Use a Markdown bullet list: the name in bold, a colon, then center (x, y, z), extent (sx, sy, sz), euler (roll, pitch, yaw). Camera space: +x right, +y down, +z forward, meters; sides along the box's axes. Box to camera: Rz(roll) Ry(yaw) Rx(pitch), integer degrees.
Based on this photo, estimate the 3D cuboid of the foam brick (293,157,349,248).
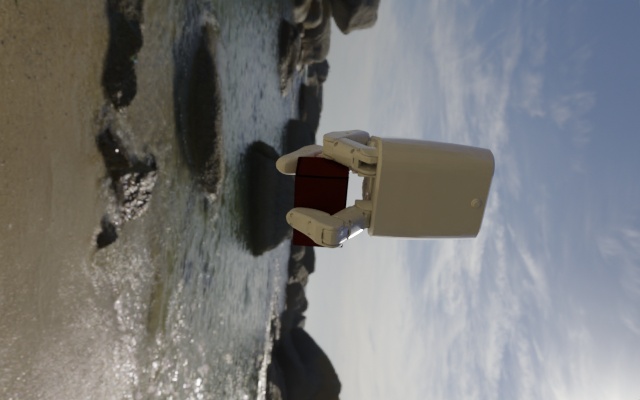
- **foam brick**: center (0.000, 0.002, 0.478), extent (0.051, 0.078, 0.053), euler (4, 26, -1)
